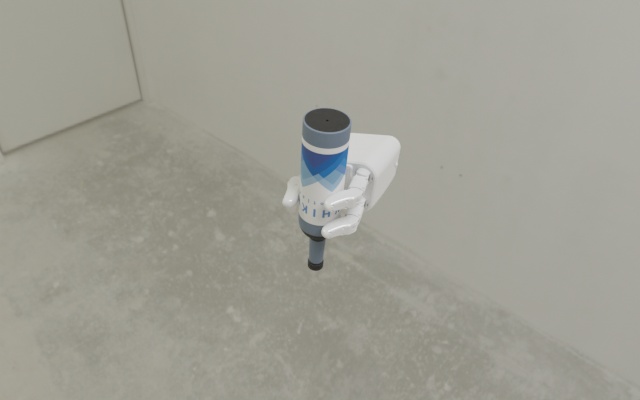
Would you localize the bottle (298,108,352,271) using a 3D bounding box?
[{"bbox_3d":[0.000,0.002,0.740,0.069,0.296,0.069,3,41,-2],"label":"bottle"}]
